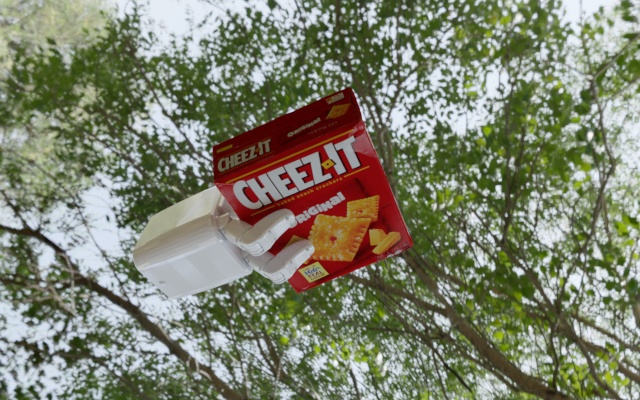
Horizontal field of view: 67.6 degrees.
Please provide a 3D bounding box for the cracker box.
[{"bbox_3d":[0.000,0.002,0.551,0.164,0.072,0.214,-23,-47,8],"label":"cracker box"}]
